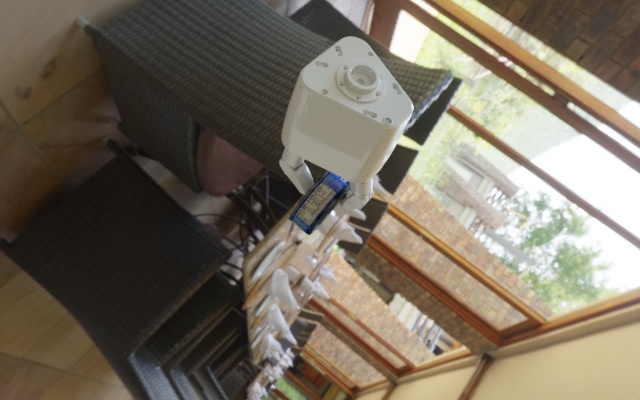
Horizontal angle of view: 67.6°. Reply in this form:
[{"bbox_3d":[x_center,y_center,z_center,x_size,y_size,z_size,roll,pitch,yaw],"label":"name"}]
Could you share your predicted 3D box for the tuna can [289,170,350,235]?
[{"bbox_3d":[0.001,0.002,0.600,0.034,0.086,0.086,40,4,5],"label":"tuna can"}]
